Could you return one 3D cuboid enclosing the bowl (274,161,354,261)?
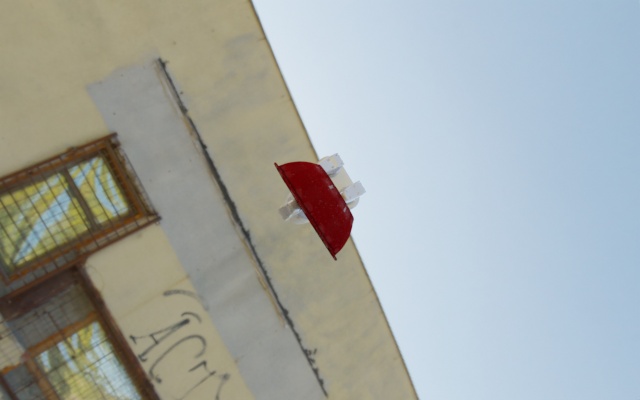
[{"bbox_3d":[0.001,0.002,0.667,0.055,0.162,0.162,-32,0,-1],"label":"bowl"}]
